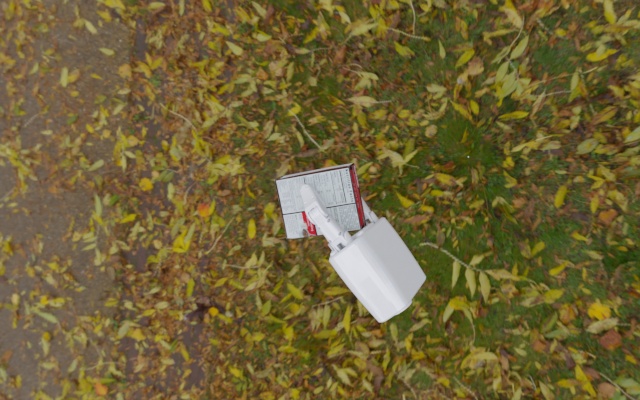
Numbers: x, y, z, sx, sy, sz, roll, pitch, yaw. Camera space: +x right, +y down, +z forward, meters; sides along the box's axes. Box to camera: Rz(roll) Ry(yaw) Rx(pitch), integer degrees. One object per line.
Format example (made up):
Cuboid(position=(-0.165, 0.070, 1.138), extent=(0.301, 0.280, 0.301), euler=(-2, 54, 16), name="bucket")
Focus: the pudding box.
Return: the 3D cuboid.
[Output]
Cuboid(position=(0.000, 0.002, 0.658), extent=(0.113, 0.090, 0.039), euler=(-9, 6, 16), name="pudding box")
